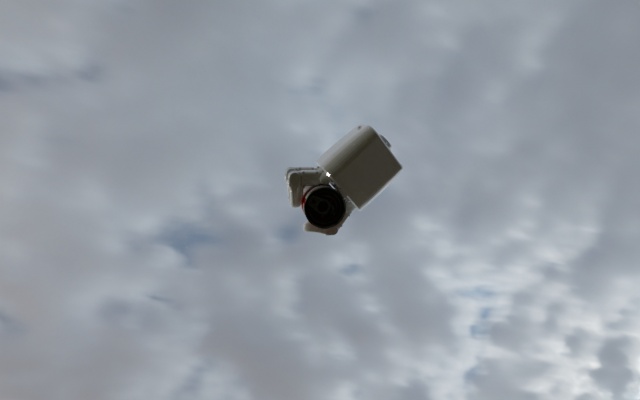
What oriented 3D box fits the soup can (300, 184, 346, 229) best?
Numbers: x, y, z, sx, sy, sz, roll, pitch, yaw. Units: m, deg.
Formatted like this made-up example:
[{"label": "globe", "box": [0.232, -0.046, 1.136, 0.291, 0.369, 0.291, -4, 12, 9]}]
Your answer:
[{"label": "soup can", "box": [0.000, 0.003, 0.806, 0.068, 0.068, 0.102, 0, 11, -9]}]
